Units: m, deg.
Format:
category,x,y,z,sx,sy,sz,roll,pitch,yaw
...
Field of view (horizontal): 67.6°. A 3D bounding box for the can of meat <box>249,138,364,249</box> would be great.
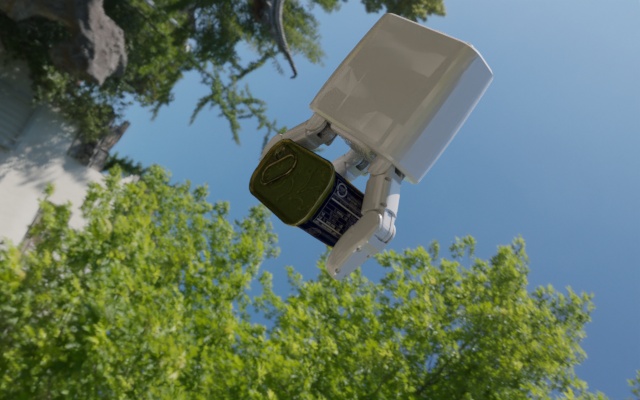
category,x,y,z,sx,sy,sz,roll,pitch,yaw
can of meat,0.000,0.002,0.403,0.084,0.057,0.102,36,0,-37
